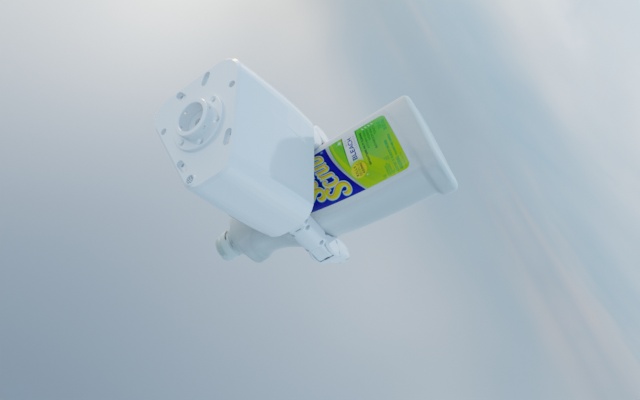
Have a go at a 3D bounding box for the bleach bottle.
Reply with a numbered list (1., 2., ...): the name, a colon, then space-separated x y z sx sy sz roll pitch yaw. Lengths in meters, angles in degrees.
1. bleach bottle: 0.000 0.001 0.480 0.251 0.102 0.068 -30 -32 18
